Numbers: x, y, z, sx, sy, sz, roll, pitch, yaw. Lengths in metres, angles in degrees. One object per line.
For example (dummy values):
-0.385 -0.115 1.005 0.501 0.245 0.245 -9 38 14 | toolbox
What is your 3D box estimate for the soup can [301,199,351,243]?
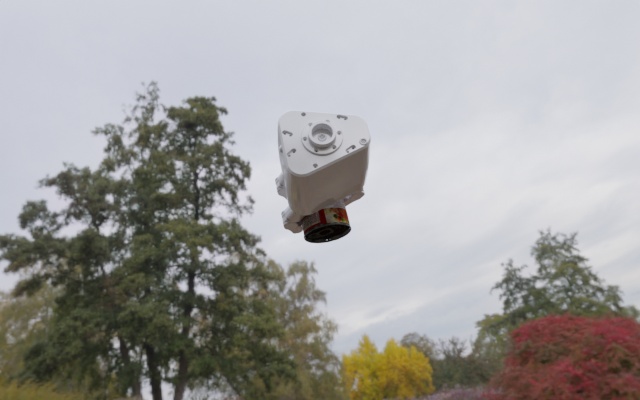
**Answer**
0.000 0.002 0.690 0.068 0.102 0.068 -11 -24 -5 | soup can
